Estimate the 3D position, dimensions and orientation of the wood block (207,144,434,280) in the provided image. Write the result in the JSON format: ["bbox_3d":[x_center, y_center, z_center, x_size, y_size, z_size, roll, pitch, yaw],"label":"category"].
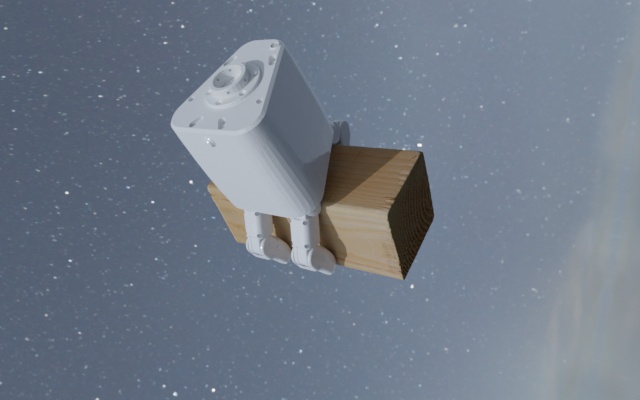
[{"bbox_3d":[0.000,0.001,0.495,0.206,0.090,0.090,9,47,32],"label":"wood block"}]
